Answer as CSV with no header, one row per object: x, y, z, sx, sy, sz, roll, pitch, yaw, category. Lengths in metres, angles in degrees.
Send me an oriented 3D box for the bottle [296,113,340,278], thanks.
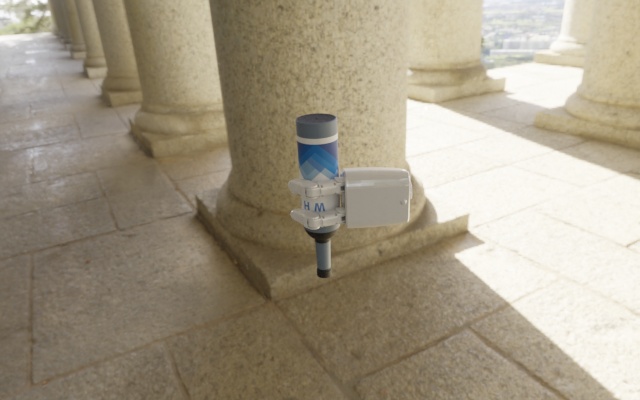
0.000,0.002,0.823,0.069,0.296,0.069,-2,24,1,bottle
